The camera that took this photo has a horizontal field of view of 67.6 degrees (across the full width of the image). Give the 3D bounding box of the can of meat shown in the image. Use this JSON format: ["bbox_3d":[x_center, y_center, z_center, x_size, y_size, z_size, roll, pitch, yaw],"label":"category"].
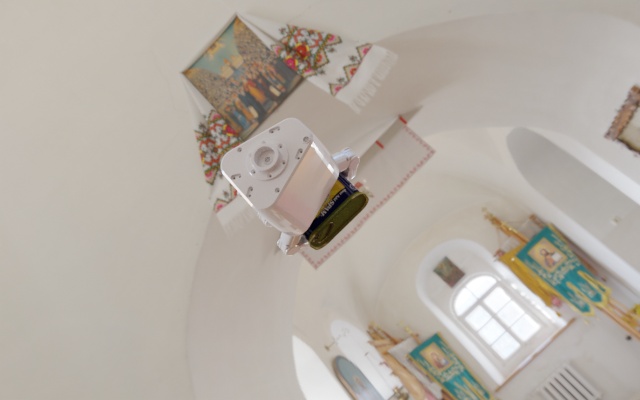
[{"bbox_3d":[0.000,0.002,0.659,0.084,0.102,0.057,46,2,24],"label":"can of meat"}]
